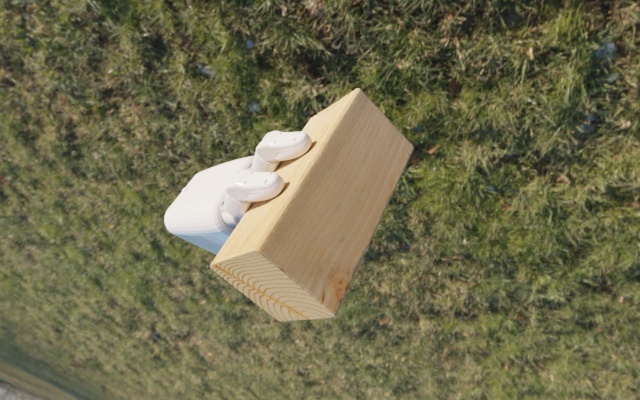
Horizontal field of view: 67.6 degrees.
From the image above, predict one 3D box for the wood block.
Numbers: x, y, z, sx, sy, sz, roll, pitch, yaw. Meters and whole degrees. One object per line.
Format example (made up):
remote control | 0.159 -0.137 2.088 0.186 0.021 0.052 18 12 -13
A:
wood block | 0.000 0.002 0.458 0.091 0.206 0.090 43 -36 -19
